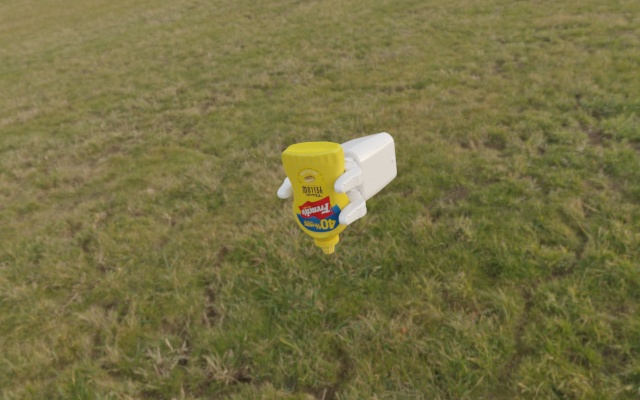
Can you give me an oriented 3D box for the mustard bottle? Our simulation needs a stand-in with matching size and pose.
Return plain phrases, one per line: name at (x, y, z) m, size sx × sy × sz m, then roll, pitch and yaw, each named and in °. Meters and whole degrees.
mustard bottle at (0.000, 0.002, 0.778) m, size 0.096 × 0.192 × 0.058 m, roll 1°, pitch 28°, yaw 20°
